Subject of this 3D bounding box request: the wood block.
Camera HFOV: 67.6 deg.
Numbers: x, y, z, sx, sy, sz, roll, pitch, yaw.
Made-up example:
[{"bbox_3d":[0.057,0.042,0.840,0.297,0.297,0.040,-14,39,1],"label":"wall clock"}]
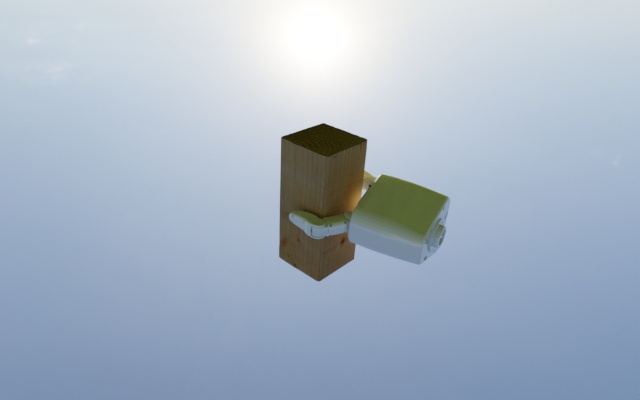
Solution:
[{"bbox_3d":[0.000,0.003,0.712,0.090,0.206,0.091,27,37,35],"label":"wood block"}]
